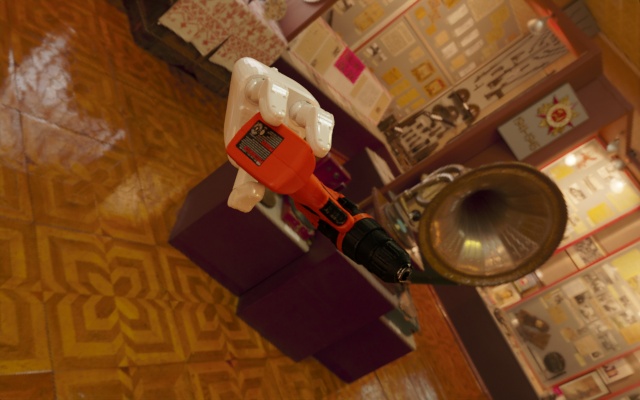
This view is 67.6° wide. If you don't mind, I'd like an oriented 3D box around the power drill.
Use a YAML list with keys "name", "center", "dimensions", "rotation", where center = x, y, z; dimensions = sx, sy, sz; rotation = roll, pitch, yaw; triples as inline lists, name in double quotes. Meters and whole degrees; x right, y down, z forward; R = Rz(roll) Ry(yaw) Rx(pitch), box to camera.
- name: "power drill"
  center: [0.000, 0.001, 0.491]
  dimensions: [0.184, 0.057, 0.188]
  rotation: [37, -7, 42]
